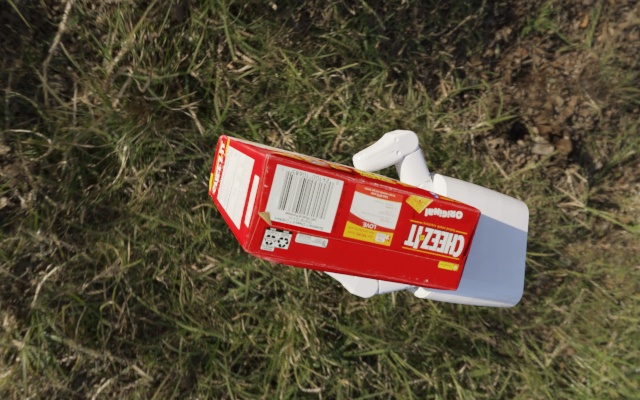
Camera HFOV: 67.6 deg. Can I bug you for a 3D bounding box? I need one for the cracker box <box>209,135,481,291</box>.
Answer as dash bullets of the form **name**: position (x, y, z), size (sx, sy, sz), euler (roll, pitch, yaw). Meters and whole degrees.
- **cracker box**: position (0.000, 0.001, 0.410), size (0.164, 0.072, 0.213), euler (13, 6, -21)
